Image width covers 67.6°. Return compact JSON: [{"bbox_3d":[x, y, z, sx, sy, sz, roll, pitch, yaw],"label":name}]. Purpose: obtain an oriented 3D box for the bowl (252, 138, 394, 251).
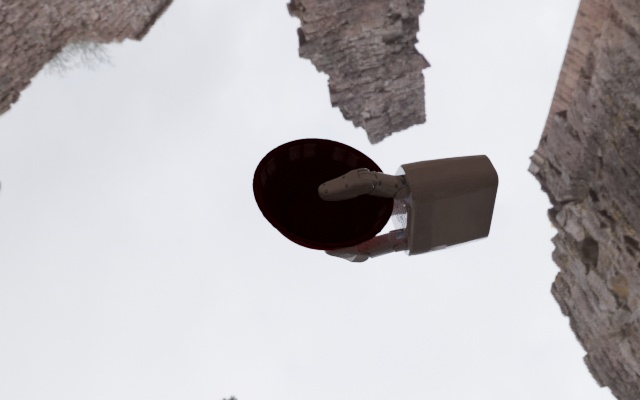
[{"bbox_3d":[-0.001,0.002,0.557,0.162,0.162,0.055,0,-39,-13],"label":"bowl"}]
